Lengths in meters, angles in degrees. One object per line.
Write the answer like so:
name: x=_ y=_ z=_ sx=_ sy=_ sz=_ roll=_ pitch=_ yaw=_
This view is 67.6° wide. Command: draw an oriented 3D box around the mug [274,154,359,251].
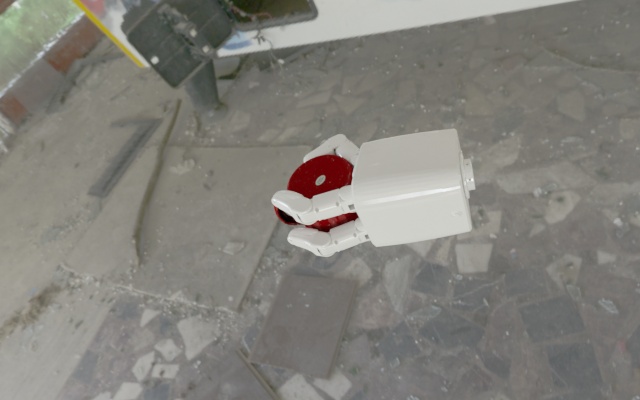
mug: x=-0.001 y=0.002 z=0.572 sx=0.117 sy=0.093 sz=0.082 roll=-10 pitch=-42 yaw=18
